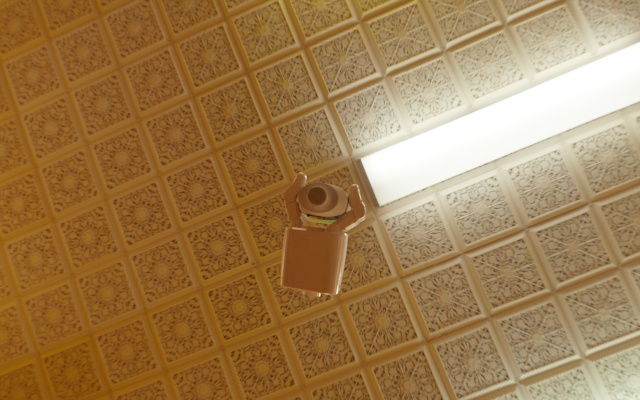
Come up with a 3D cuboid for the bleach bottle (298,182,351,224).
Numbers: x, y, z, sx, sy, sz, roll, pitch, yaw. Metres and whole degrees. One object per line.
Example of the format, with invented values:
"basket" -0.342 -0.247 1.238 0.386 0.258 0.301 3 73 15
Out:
"bleach bottle" 0.000 0.003 0.847 0.102 0.068 0.251 6 -4 7
